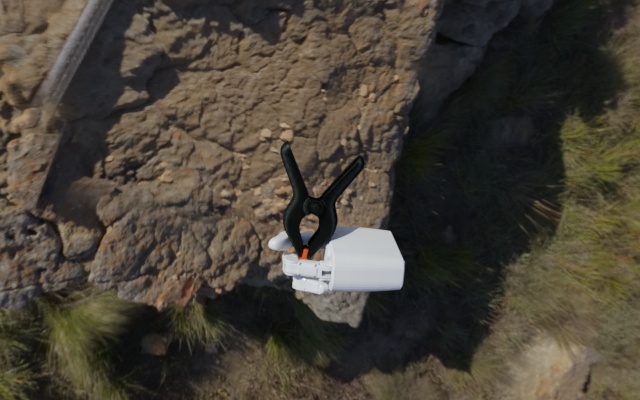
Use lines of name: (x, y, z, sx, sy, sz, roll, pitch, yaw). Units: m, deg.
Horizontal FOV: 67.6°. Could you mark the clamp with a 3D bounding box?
clamp: (0.000, 0.003, 0.689, 0.120, 0.171, 0.039, 3, 13, -1)
